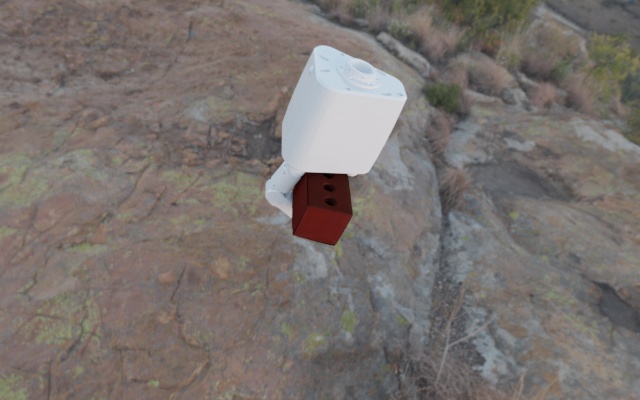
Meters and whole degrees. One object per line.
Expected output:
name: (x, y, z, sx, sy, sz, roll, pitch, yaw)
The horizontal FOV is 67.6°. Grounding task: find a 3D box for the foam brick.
foam brick: (0.000, 0.002, 0.541, 0.053, 0.078, 0.051, 14, -48, -18)
